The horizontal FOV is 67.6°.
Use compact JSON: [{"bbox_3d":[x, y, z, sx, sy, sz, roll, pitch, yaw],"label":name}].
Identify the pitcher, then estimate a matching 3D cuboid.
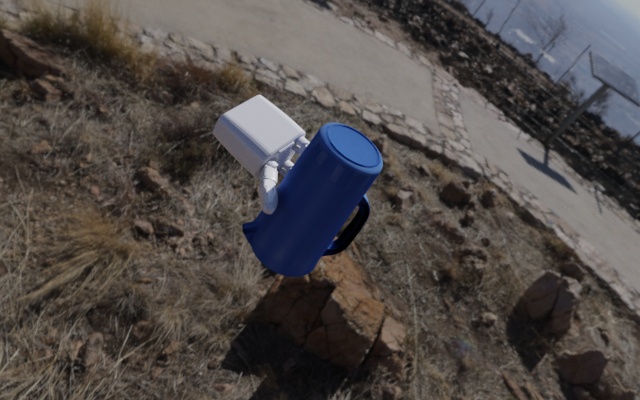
[{"bbox_3d":[0.000,0.002,0.757,0.149,0.145,0.243,-31,-18,-52],"label":"pitcher"}]
